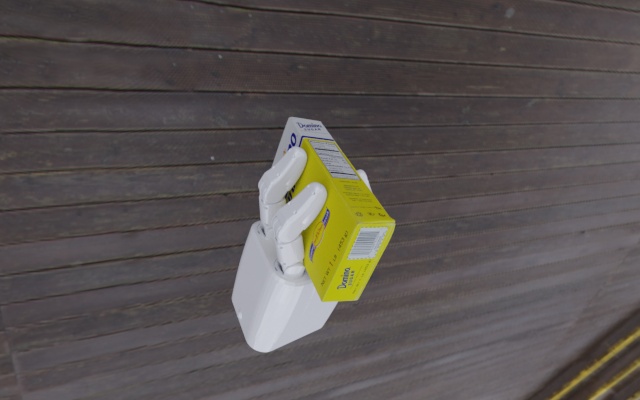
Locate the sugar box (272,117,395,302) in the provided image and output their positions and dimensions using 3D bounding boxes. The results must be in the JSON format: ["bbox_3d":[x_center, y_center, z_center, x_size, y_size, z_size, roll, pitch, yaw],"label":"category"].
[{"bbox_3d":[0.000,0.002,0.464,0.048,0.093,0.176,2,35,-31],"label":"sugar box"}]
